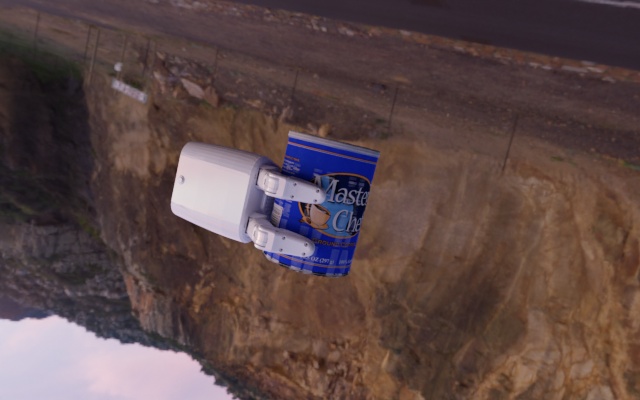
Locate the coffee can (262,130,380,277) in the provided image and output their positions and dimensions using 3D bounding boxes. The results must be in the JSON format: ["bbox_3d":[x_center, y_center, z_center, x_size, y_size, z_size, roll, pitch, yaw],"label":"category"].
[{"bbox_3d":[0.000,0.002,0.533,0.103,0.140,0.103,13,7,-2],"label":"coffee can"}]
